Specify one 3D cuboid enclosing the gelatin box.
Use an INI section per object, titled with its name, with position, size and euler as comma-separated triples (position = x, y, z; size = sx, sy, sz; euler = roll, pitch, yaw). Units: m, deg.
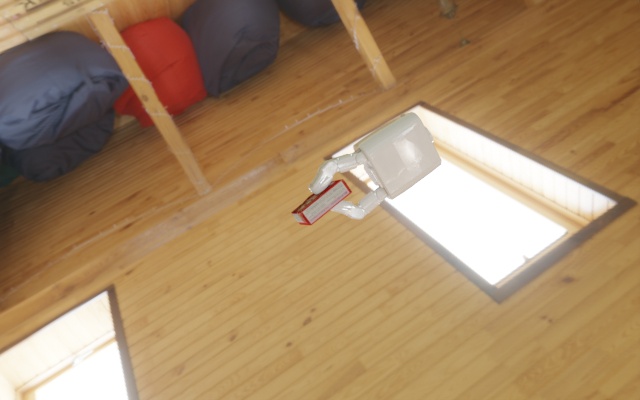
[gelatin box]
position = 0.000, 0.003, 0.776
size = 0.089, 0.030, 0.073
euler = -40, 9, -13
